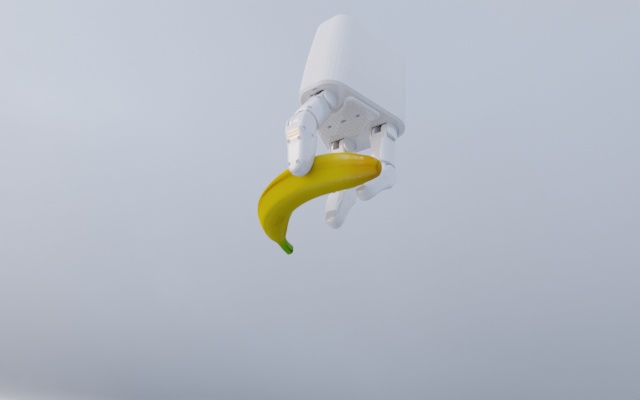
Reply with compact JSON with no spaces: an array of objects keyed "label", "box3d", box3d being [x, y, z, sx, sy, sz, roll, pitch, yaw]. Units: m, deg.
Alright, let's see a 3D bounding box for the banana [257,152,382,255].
[{"label":"banana","box3d":[-0.018,-0.004,0.476,0.069,0.037,0.198,24,-35,-17]}]
